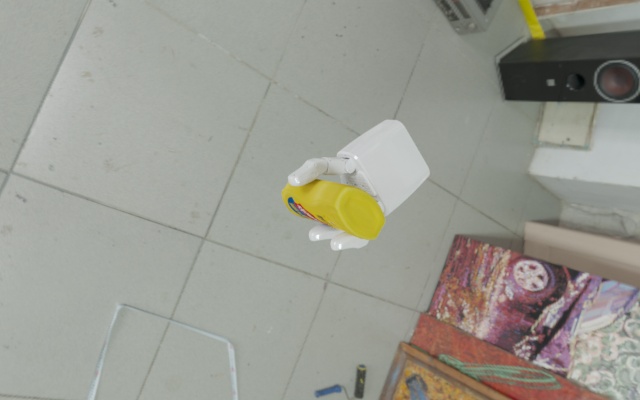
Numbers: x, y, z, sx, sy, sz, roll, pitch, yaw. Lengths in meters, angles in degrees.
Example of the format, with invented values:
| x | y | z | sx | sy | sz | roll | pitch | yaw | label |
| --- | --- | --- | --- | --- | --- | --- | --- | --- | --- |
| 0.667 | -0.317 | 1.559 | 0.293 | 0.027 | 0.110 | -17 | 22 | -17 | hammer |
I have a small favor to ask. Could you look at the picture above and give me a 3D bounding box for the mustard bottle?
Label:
| x | y | z | sx | sy | sz | roll | pitch | yaw | label |
| --- | --- | --- | --- | --- | --- | --- | --- | --- | --- |
| 0.000 | 0.003 | 0.698 | 0.096 | 0.058 | 0.191 | 37 | -12 | -36 | mustard bottle |
